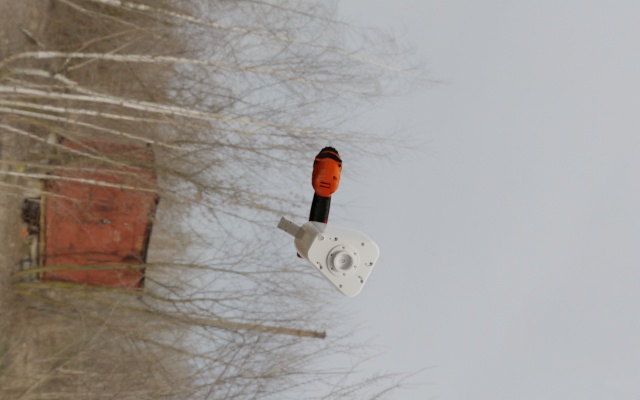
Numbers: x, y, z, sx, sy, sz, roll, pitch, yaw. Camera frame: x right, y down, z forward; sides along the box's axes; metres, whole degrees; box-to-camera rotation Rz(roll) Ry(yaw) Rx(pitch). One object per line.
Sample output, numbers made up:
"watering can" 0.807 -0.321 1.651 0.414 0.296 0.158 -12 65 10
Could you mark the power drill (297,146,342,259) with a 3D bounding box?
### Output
"power drill" 0.000 0.003 0.878 0.057 0.188 0.184 9 22 2
